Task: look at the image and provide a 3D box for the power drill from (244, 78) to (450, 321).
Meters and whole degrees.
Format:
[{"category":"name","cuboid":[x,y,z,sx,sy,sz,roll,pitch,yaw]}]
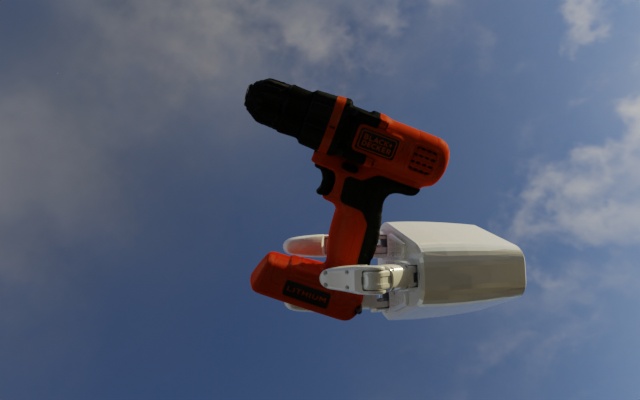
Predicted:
[{"category":"power drill","cuboid":[0.000,0.002,0.429,0.184,0.188,0.057,20,13,-2]}]
